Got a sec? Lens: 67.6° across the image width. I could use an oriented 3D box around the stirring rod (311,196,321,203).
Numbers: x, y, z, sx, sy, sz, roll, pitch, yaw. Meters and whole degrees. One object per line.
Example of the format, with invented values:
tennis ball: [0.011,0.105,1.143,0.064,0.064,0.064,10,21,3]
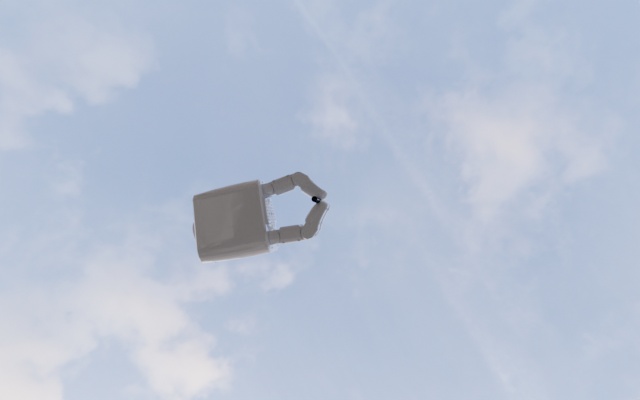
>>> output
stirring rod: [0.000,0.002,0.740,0.011,0.011,0.239,0,-2,4]
